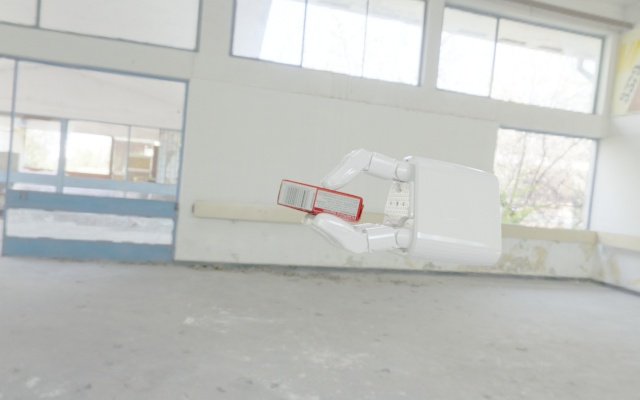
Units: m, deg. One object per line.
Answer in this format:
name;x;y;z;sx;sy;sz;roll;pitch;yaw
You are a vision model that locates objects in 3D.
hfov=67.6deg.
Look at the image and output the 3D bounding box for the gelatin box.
gelatin box;0.000;0.001;0.526;0.089;0.030;0.073;13;-1;0
